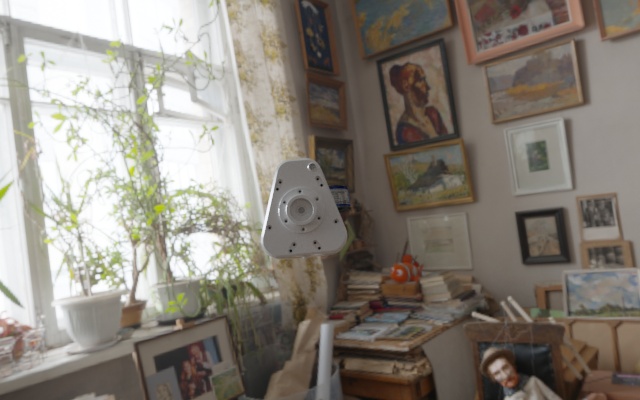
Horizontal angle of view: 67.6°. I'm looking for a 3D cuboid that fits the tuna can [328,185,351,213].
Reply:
[{"bbox_3d":[0.000,0.002,0.692,0.086,0.033,0.086,-8,-8,-1],"label":"tuna can"}]
